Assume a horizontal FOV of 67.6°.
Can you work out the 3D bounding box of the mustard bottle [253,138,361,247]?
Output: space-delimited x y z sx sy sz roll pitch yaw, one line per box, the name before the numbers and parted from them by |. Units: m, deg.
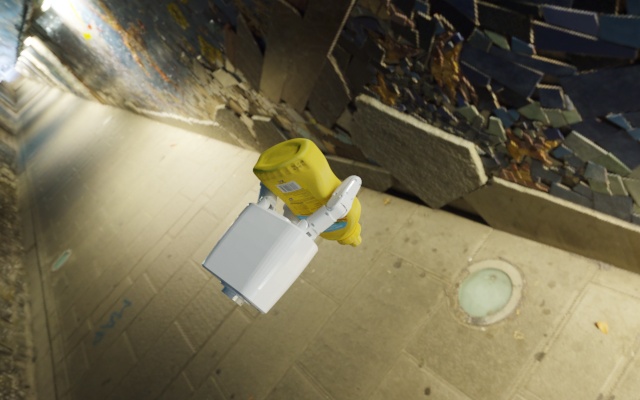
mustard bottle | 0.000 0.002 0.656 0.096 0.058 0.192 -13 -48 37
